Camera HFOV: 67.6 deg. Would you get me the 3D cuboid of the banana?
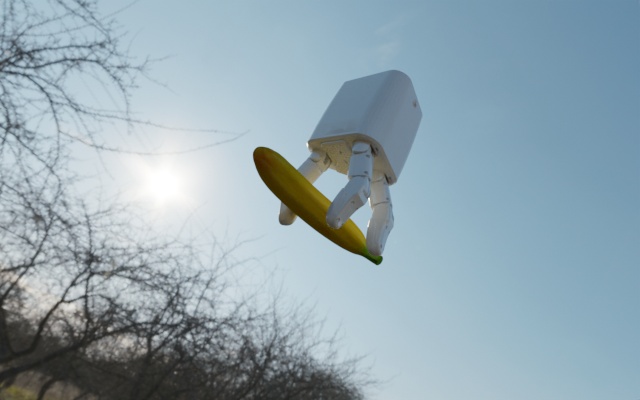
[{"bbox_3d":[-0.008,0.003,0.528,0.198,0.037,0.069,40,-19,-27],"label":"banana"}]
